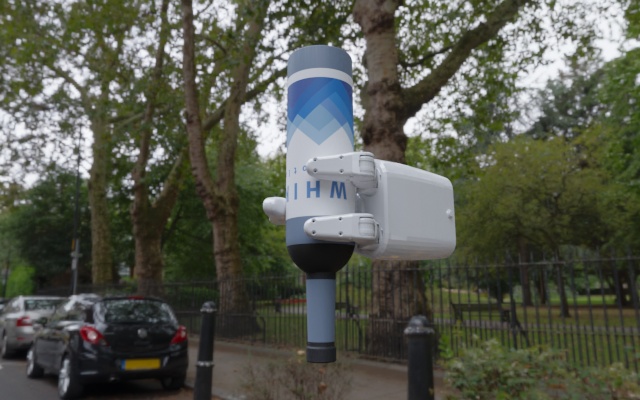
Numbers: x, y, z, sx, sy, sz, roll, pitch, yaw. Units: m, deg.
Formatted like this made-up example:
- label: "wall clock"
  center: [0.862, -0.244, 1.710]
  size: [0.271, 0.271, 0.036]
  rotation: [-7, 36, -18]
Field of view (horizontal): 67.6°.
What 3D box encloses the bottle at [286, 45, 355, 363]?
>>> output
- label: "bottle"
  center: [0.000, 0.001, 0.461]
  size: [0.069, 0.295, 0.069]
  rotation: [0, -11, 0]
